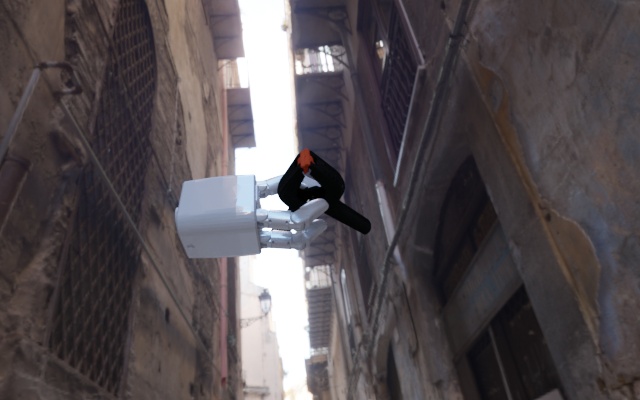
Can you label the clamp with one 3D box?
[{"bbox_3d":[0.000,0.001,0.696,0.164,0.036,0.210,-4,-34,-4],"label":"clamp"}]
